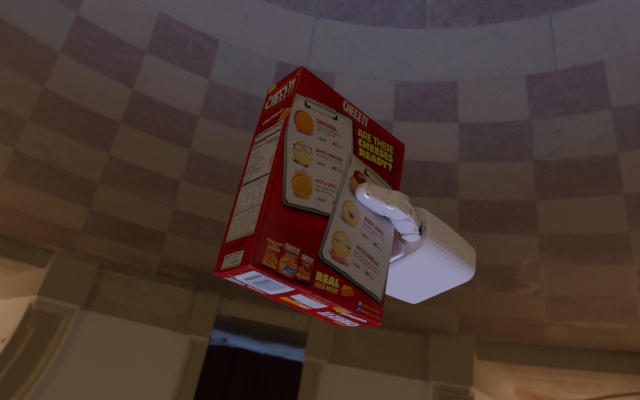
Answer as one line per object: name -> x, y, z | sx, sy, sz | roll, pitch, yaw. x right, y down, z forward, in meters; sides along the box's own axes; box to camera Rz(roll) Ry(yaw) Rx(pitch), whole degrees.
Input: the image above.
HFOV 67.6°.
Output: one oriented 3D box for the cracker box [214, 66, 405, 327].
cracker box -> 0.000, 0.002, 0.485 | 0.164, 0.213, 0.072 | 30, -32, -33
